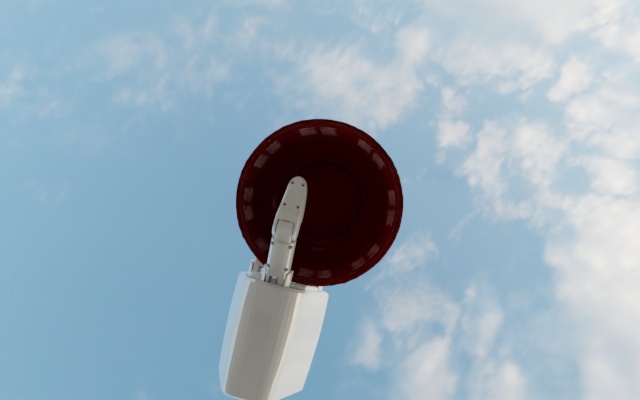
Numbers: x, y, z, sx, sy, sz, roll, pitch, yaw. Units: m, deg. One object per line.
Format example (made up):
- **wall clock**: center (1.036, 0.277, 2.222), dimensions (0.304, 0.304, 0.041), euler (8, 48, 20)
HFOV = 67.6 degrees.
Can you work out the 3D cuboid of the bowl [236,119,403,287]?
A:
- **bowl**: center (0.001, 0.000, 0.481), dimensions (0.162, 0.162, 0.055), euler (0, 3, 6)
